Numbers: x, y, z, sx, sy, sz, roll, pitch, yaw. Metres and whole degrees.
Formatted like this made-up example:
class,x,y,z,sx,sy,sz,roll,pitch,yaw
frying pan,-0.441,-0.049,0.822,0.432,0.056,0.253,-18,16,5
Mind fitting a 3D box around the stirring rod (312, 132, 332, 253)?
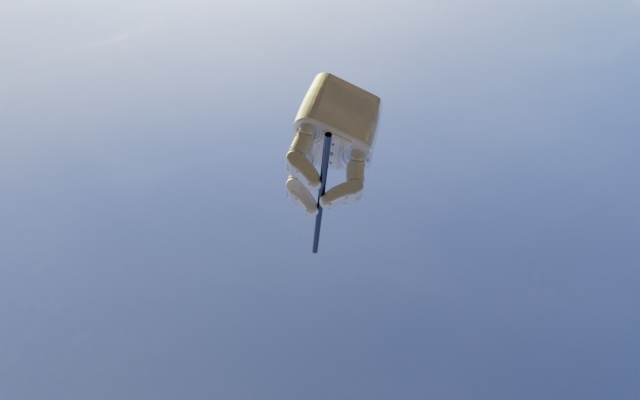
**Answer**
class,x,y,z,sx,sy,sz,roll,pitch,yaw
stirring rod,0.000,0.002,0.602,0.011,0.011,0.240,0,-37,-5
